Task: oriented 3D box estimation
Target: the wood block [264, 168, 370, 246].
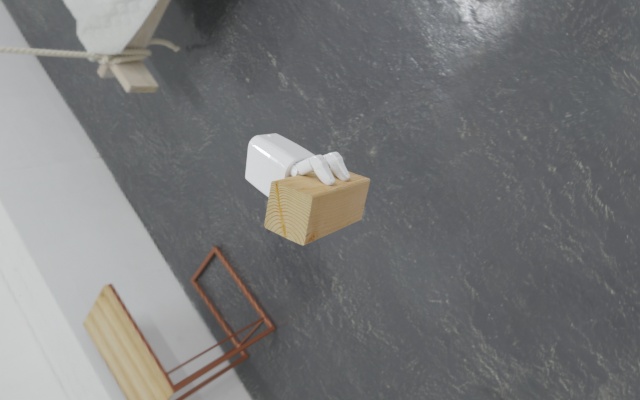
[{"bbox_3d":[0.000,0.003,0.886,0.090,0.091,0.206,22,22,28],"label":"wood block"}]
